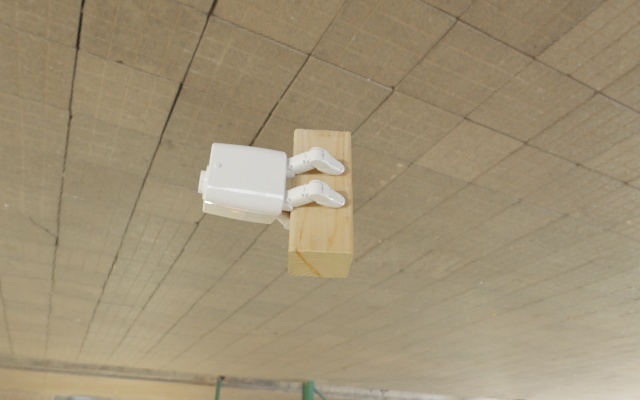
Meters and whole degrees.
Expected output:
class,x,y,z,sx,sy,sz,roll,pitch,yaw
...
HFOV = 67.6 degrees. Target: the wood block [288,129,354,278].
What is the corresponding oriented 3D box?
class,x,y,z,sx,sy,sz,roll,pitch,yaw
wood block,0.000,0.003,0.720,0.090,0.206,0.091,3,-30,-3
